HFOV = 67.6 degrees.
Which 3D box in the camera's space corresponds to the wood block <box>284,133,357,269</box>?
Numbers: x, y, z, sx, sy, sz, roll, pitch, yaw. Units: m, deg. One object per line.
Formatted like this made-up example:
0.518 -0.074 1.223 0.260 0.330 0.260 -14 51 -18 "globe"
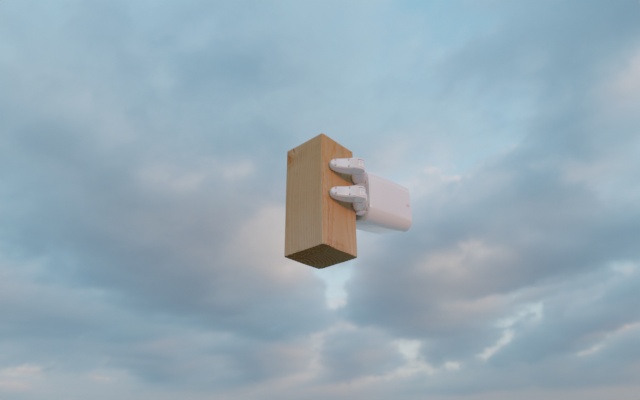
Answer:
0.000 0.003 0.833 0.091 0.206 0.090 -24 -35 37 "wood block"
